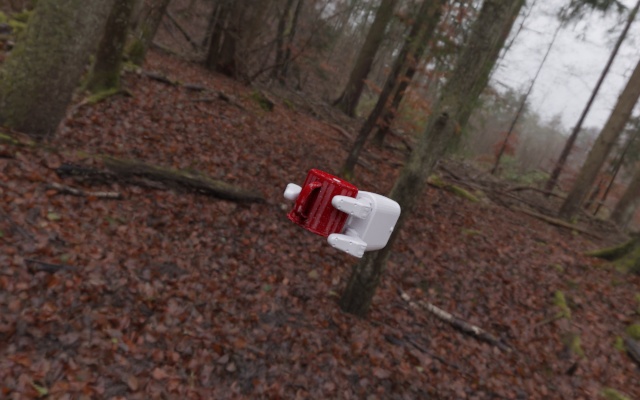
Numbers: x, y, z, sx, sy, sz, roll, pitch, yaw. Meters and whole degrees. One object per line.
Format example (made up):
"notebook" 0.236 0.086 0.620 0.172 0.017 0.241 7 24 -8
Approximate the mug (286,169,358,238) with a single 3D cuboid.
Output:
"mug" -0.001 0.002 0.714 0.093 0.081 0.117 28 9 31
